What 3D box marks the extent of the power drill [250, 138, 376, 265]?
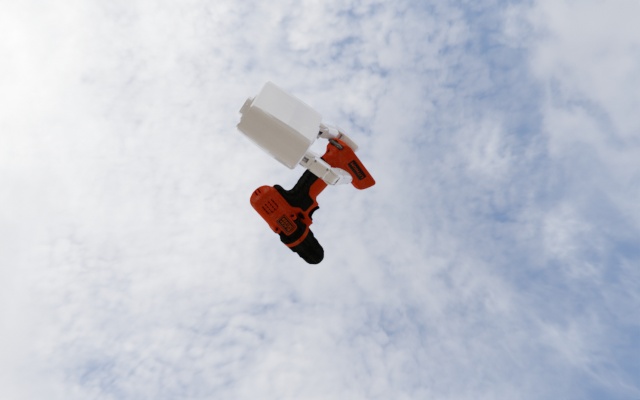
[{"bbox_3d":[0.000,0.002,0.804,0.184,0.187,0.057,51,-5,-34],"label":"power drill"}]
